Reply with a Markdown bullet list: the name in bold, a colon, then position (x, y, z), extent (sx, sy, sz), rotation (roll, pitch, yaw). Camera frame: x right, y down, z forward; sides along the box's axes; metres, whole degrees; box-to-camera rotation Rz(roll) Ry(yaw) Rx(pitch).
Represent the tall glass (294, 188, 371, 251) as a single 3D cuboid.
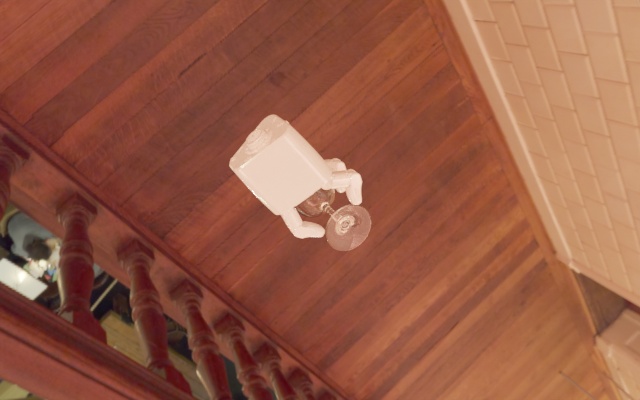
- **tall glass**: position (0.000, 0.003, 0.776), extent (0.079, 0.079, 0.201), rotation (0, 22, -26)
